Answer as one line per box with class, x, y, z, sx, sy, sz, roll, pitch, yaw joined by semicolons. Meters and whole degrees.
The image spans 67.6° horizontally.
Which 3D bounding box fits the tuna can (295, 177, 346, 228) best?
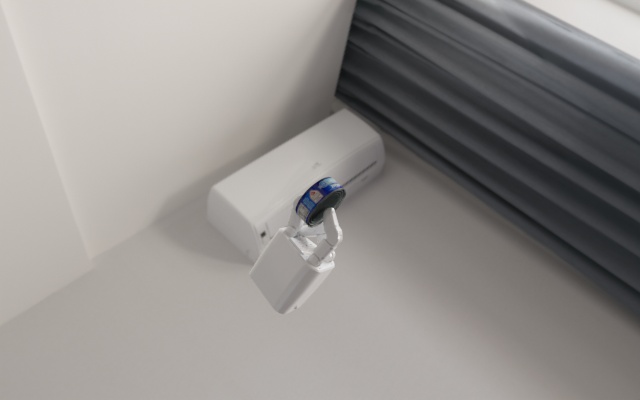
tuna can;0.000;0.002;0.785;0.033;0.086;0.086;45;18;19
